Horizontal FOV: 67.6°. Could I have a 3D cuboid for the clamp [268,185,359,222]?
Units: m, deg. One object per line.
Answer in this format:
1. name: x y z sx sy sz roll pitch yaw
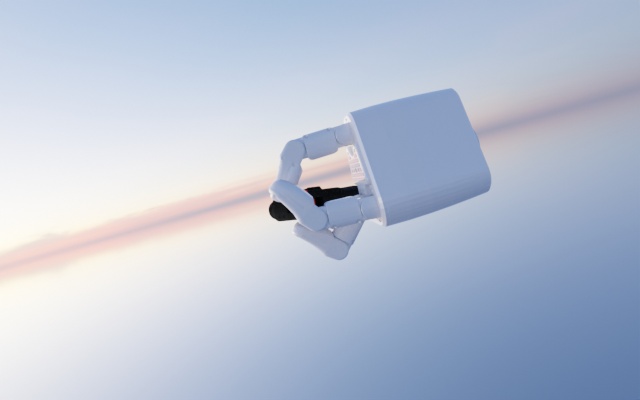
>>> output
1. clamp: 0.000 0.001 0.525 0.120 0.039 0.171 -17 3 -4
